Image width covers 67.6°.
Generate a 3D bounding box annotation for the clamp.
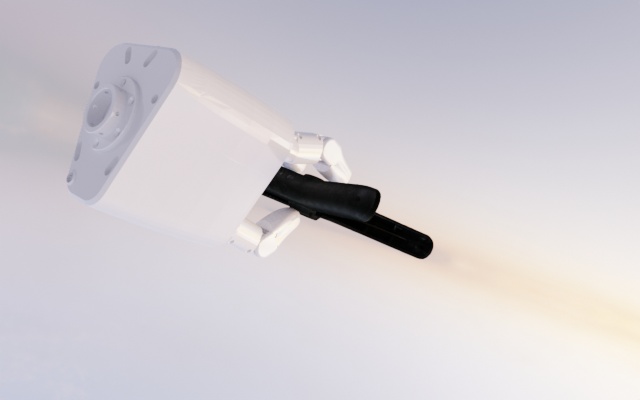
[{"bbox_3d":[-0.001,0.002,0.447,0.210,0.036,0.165,19,-9,38],"label":"clamp"}]
